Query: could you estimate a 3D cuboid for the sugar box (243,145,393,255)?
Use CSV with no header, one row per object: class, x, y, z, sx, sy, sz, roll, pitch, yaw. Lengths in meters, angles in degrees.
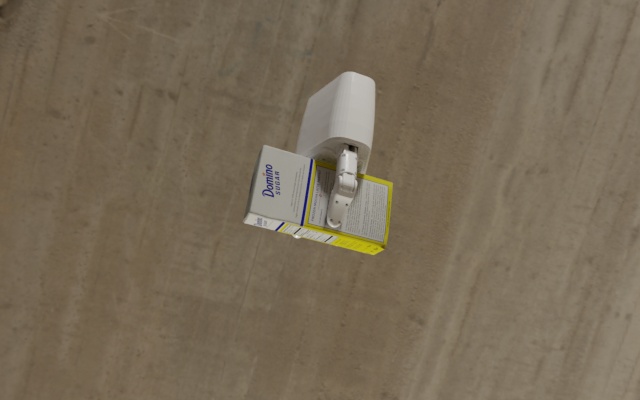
sugar box,0.000,0.002,0.593,0.176,0.093,0.048,15,-25,-13
